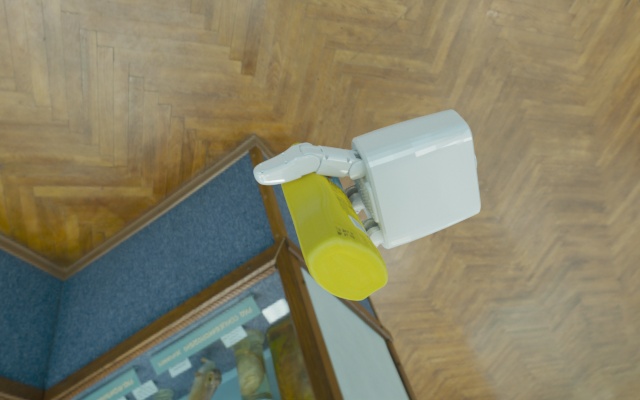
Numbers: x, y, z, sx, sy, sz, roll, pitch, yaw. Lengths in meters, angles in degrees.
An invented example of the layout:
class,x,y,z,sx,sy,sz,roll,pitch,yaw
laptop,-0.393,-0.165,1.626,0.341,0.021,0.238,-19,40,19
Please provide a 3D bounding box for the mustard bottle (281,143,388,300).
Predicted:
class,x,y,z,sx,sy,sz,roll,pitch,yaw
mustard bottle,0.000,0.002,0.473,0.058,0.191,0.096,-37,-48,13
